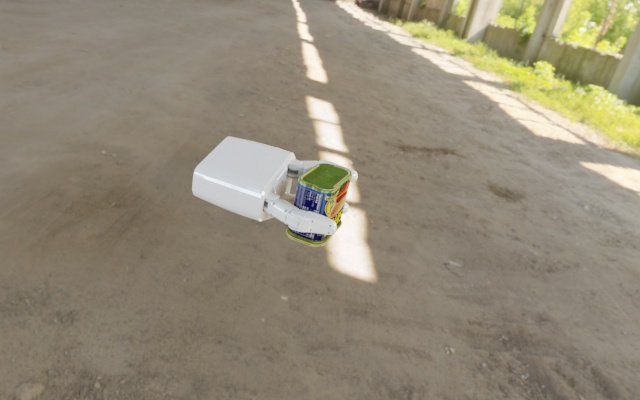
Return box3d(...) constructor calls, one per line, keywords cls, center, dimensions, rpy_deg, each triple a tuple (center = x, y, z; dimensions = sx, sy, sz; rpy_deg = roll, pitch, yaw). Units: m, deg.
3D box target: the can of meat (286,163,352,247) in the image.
box3d(cls="can of meat", center=(0.000, 0.002, 0.657), dimensions=(0.057, 0.084, 0.102), rpy_deg=(19, 26, 16))
